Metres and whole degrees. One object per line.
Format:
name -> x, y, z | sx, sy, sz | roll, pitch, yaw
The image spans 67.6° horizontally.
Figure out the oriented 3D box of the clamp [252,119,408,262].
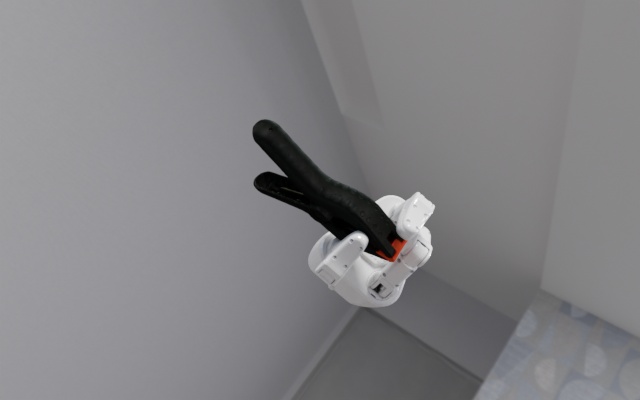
clamp -> 0.001, 0.001, 0.457 | 0.171, 0.039, 0.120 | 40, -17, 0
